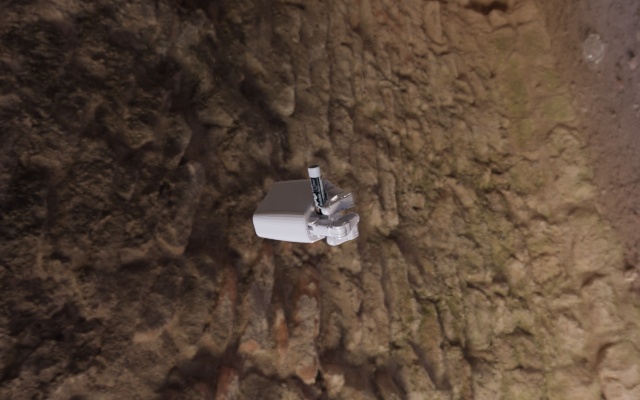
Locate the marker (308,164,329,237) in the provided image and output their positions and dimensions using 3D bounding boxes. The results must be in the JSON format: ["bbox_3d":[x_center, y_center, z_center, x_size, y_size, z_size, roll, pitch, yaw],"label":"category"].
[{"bbox_3d":[0.000,0.002,0.758,0.020,0.121,0.020,-10,21,4],"label":"marker"}]
